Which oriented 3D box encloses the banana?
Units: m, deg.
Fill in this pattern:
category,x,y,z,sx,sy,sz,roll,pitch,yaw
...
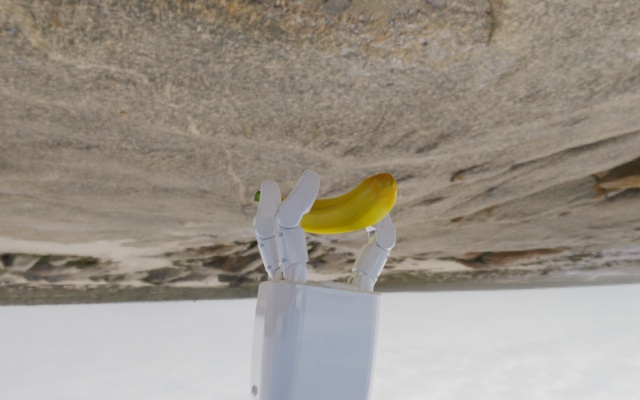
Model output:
category,x,y,z,sx,sy,sz,roll,pitch,yaw
banana,0.012,0.008,0.463,0.070,0.037,0.198,24,-20,-36
